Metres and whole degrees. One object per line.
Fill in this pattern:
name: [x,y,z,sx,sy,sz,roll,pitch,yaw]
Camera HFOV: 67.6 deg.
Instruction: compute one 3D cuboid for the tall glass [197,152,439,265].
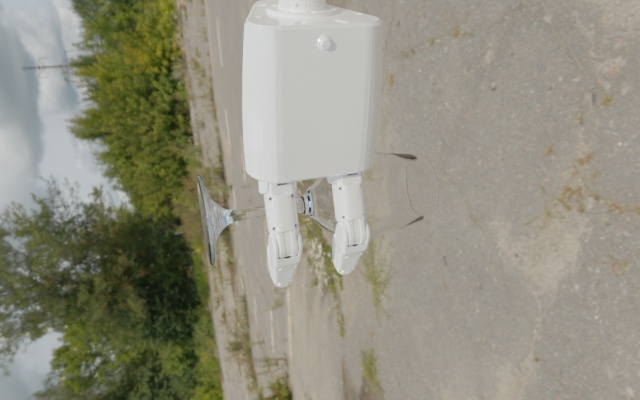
tall glass: [-0.001,0.002,0.416,0.201,0.079,0.079,-9,2,-17]
